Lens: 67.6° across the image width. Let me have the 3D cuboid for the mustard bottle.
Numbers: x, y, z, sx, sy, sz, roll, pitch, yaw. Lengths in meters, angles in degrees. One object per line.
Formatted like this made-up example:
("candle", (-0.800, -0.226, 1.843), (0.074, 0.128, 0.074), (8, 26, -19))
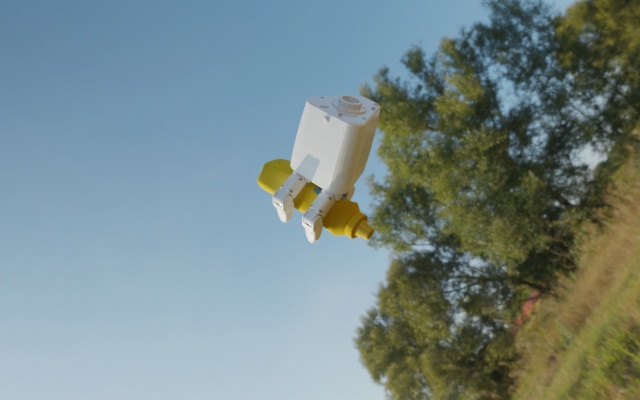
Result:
("mustard bottle", (0.000, 0.003, 0.730), (0.191, 0.058, 0.096), (32, 12, 25))
